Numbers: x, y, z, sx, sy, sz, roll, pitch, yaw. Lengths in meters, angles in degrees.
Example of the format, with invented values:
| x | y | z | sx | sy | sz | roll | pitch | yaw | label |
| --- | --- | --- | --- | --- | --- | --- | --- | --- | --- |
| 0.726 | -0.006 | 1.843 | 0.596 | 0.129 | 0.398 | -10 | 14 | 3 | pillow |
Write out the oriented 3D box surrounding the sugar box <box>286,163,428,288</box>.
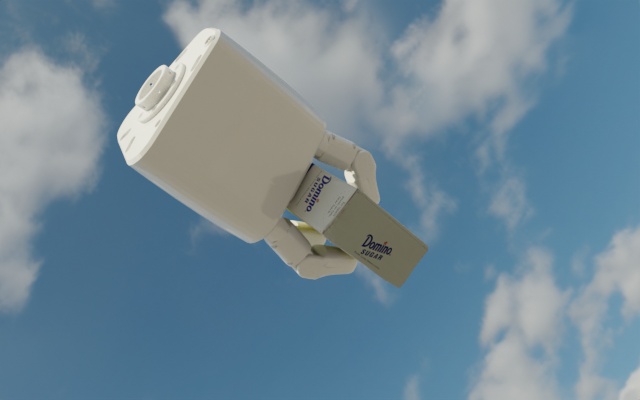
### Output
| x | y | z | sx | sy | sz | roll | pitch | yaw | label |
| --- | --- | --- | --- | --- | --- | --- | --- | --- | --- |
| 0.000 | 0.002 | 0.404 | 0.093 | 0.048 | 0.176 | 37 | 1 | -35 | sugar box |
